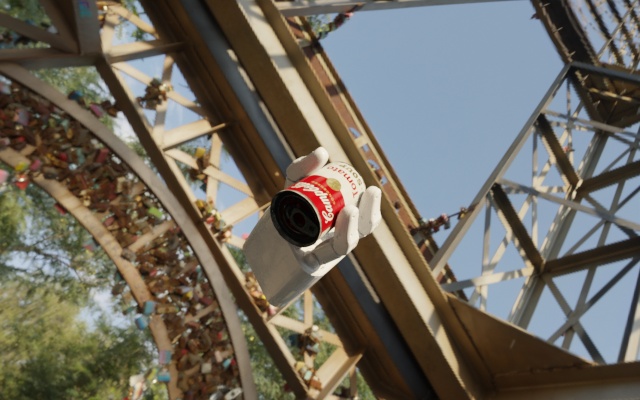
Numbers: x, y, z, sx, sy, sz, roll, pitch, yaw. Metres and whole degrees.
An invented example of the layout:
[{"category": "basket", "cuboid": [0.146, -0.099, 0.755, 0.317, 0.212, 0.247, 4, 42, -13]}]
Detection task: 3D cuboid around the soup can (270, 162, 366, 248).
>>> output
[{"category": "soup can", "cuboid": [0.000, 0.001, 0.551, 0.068, 0.068, 0.102, 0, 22, 37]}]
